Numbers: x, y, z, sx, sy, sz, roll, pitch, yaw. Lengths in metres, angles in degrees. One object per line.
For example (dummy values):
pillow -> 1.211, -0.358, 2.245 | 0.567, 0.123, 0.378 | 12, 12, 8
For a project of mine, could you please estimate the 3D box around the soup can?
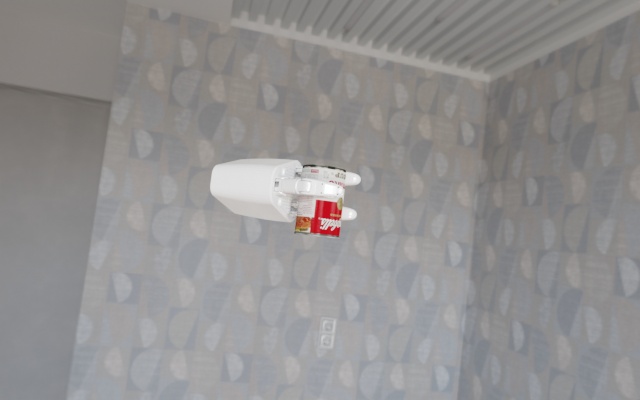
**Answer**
soup can -> 0.001, 0.002, 0.707 | 0.068, 0.102, 0.068 | 7, -4, 0
